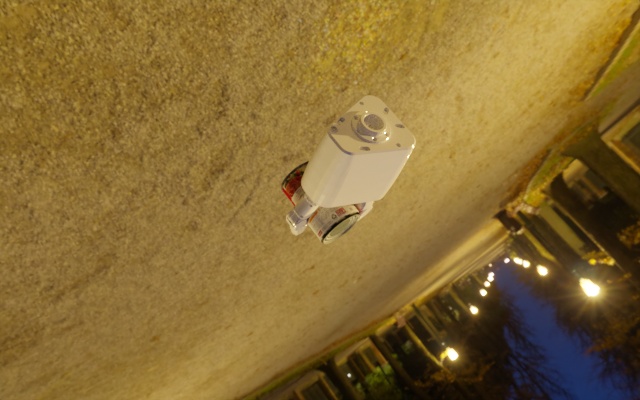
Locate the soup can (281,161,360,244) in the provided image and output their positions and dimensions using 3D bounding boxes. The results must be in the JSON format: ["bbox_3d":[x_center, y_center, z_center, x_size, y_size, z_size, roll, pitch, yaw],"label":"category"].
[{"bbox_3d":[0.000,0.003,0.676,0.068,0.102,0.068,-34,-19,-13],"label":"soup can"}]
